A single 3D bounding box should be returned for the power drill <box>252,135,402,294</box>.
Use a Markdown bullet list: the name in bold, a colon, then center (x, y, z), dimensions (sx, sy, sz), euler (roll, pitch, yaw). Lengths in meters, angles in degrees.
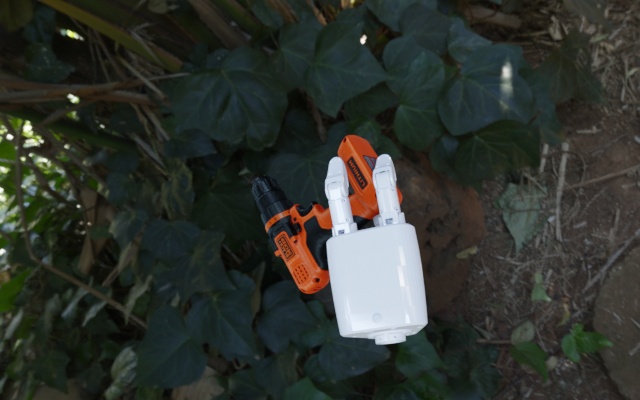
- **power drill**: center (0.000, 0.002, 0.626), dimensions (0.188, 0.184, 0.057), euler (-42, -23, 29)
